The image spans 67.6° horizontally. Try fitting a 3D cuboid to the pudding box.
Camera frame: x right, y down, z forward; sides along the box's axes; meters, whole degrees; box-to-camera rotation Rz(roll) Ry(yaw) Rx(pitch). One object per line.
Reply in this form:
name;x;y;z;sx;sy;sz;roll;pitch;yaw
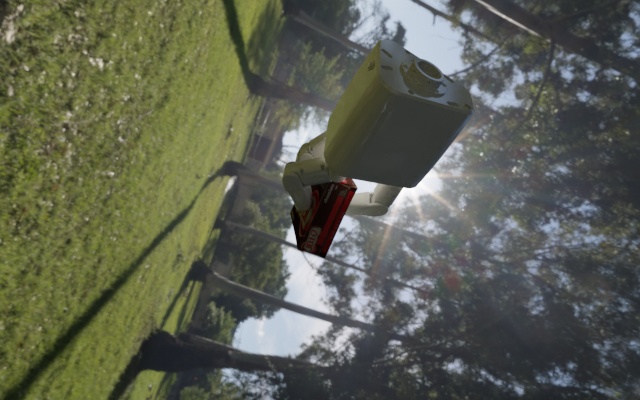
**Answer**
pudding box;0.000;0.002;0.557;0.039;0.090;0.113;22;15;-13
